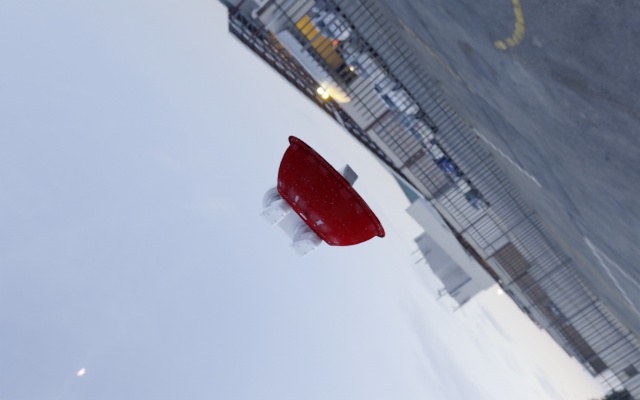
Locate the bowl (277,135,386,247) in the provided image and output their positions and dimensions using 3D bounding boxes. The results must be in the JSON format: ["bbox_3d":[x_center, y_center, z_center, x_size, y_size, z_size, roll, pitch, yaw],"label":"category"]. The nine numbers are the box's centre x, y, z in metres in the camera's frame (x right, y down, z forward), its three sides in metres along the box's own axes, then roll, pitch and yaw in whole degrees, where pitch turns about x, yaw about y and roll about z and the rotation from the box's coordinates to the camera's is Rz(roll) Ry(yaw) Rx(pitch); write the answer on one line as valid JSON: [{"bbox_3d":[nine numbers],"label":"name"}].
[{"bbox_3d":[0.000,0.002,0.555,0.055,0.162,0.162,-43,6,-6],"label":"bowl"}]
